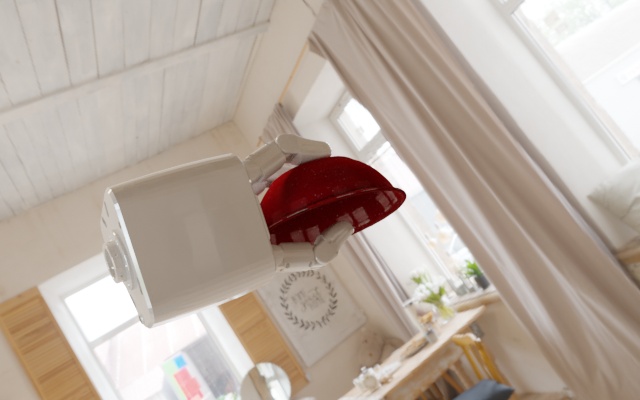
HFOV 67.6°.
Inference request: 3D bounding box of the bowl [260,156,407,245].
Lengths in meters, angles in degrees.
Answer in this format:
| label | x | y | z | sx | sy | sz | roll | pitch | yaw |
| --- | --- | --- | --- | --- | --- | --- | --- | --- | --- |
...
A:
| label | x | y | z | sx | sy | sz | roll | pitch | yaw |
| --- | --- | --- | --- | --- | --- | --- | --- | --- | --- |
| bowl | 0.001 | 0.001 | 0.474 | 0.162 | 0.055 | 0.162 | -18 | -17 | -6 |
